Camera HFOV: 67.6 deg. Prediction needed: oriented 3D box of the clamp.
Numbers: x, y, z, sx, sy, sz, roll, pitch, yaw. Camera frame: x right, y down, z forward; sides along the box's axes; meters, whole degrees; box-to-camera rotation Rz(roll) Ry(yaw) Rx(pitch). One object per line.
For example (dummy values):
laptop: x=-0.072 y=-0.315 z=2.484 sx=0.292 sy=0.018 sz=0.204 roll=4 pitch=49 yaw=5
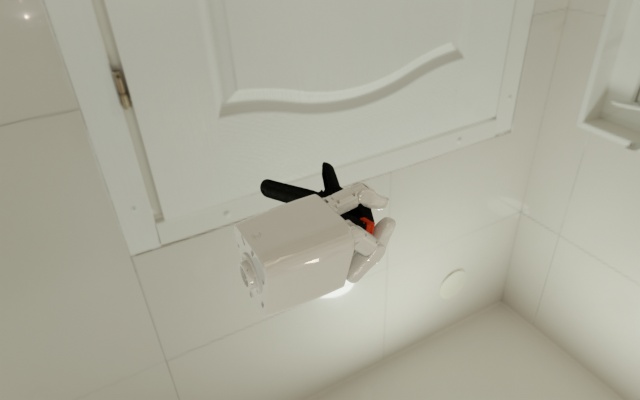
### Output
clamp: x=0.000 y=0.003 z=0.631 sx=0.120 sy=0.039 sz=0.171 roll=-19 pitch=36 yaw=-23
